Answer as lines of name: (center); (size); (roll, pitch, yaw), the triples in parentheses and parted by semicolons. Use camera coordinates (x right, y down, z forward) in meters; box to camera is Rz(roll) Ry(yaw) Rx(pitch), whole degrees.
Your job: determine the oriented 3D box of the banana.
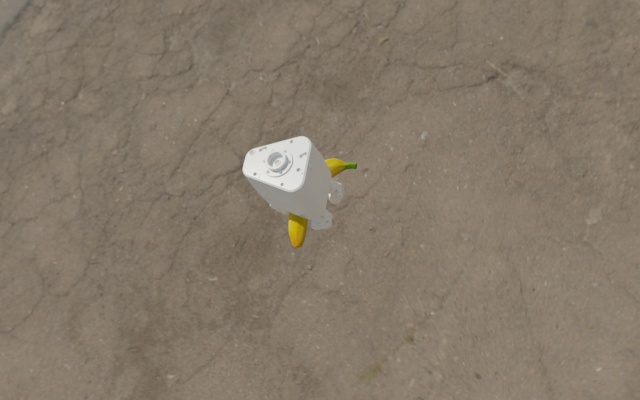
banana: (-0.013, -0.008, 0.884); (0.069, 0.197, 0.037); (30, -13, 23)
